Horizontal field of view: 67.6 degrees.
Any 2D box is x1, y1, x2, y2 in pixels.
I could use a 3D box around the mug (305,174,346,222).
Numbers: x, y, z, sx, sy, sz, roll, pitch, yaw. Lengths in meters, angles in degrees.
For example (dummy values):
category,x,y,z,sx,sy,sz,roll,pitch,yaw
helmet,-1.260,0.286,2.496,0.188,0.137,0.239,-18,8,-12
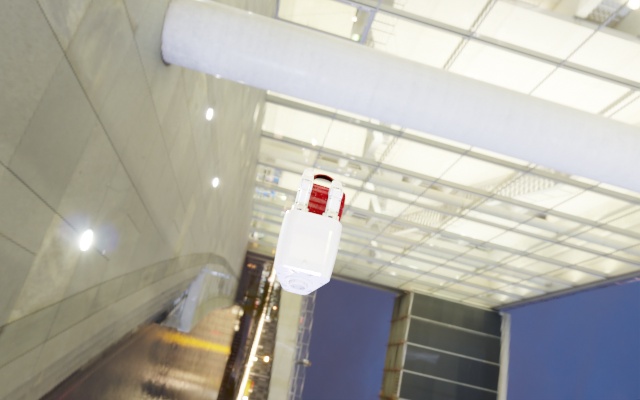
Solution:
category,x,y,z,sx,sy,sz,roll,pitch,yaw
mug,0.001,0.002,0.897,0.081,0.117,0.093,16,-30,-4
